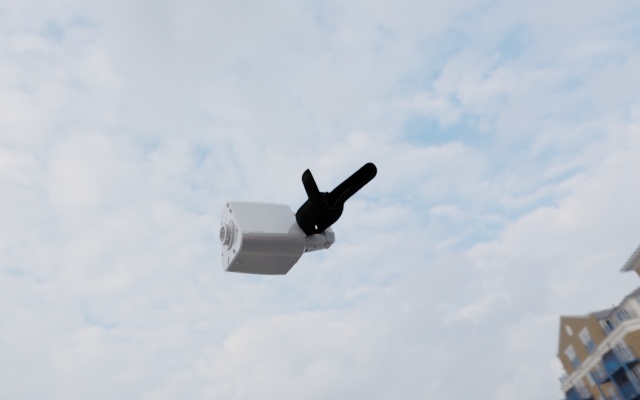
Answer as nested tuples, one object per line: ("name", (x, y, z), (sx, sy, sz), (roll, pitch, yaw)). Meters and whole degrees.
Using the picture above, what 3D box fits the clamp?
("clamp", (0.000, 0.002, 0.722), (0.120, 0.039, 0.171), (4, -42, -32))
